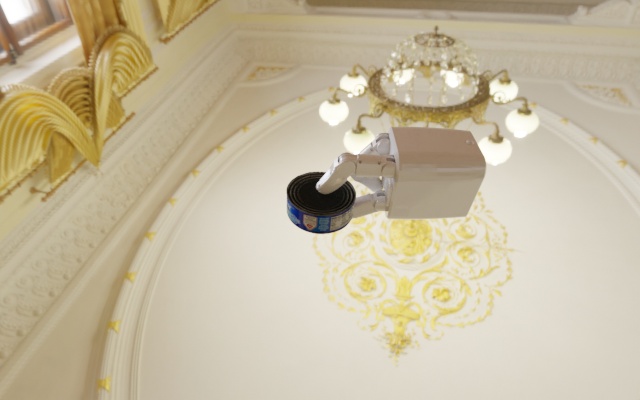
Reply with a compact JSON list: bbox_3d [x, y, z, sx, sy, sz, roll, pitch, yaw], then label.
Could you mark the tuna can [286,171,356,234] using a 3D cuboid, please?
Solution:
[{"bbox_3d":[0.000,0.002,0.593,0.086,0.034,0.086,3,39,-2],"label":"tuna can"}]
